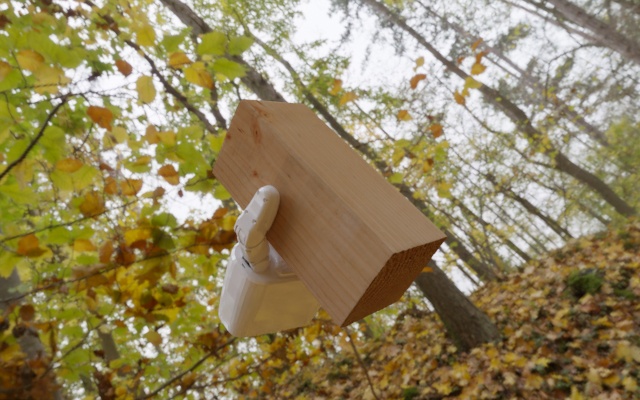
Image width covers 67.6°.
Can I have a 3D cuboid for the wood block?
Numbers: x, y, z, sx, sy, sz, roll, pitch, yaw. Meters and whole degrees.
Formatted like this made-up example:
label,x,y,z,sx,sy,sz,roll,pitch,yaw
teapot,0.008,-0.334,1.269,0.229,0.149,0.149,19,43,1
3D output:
label,x,y,z,sx,sy,sz,roll,pitch,yaw
wood block,0.000,0.002,0.445,0.091,0.090,0.206,-9,47,-48
